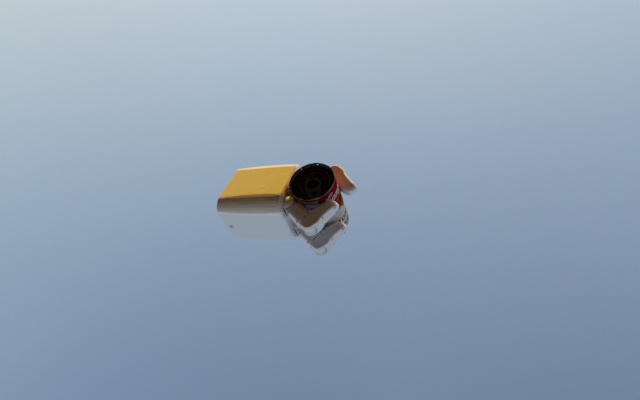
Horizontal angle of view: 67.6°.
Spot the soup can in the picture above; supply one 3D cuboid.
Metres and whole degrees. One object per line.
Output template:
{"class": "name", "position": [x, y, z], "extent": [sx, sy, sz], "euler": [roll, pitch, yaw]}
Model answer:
{"class": "soup can", "position": [0.001, 0.002, 0.714], "extent": [0.068, 0.068, 0.102], "euler": [0, -37, 18]}
